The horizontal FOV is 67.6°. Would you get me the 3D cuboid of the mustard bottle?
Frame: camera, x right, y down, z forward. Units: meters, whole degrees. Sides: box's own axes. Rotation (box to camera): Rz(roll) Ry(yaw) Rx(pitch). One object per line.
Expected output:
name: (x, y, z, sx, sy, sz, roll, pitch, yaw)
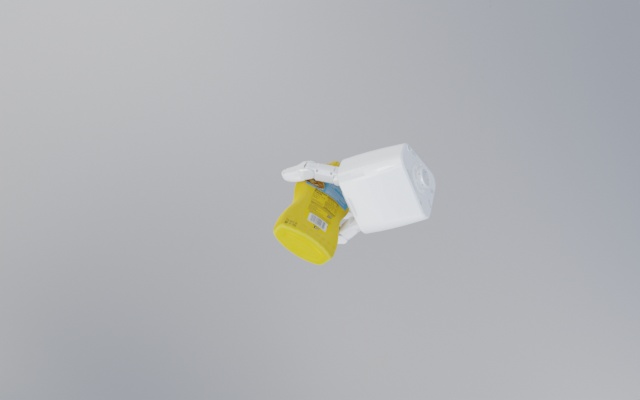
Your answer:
mustard bottle: (0.000, 0.003, 0.758, 0.096, 0.191, 0.058, 34, -43, -12)
